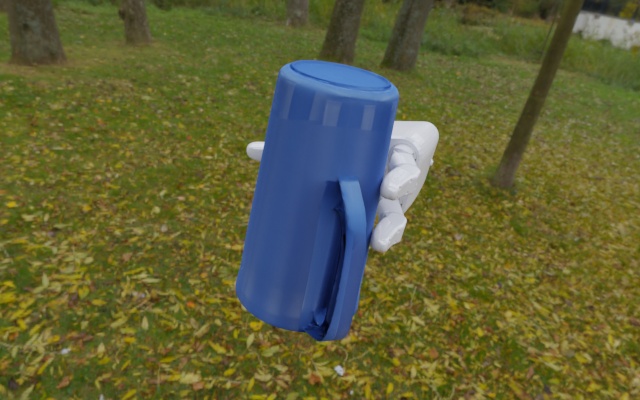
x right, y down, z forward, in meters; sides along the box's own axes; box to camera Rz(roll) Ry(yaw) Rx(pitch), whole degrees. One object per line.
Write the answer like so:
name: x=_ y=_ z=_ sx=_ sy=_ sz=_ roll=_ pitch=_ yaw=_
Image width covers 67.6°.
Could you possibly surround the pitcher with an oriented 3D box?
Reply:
pitcher: x=0.000 y=0.001 z=0.459 sx=0.149 sy=0.243 sz=0.145 roll=22 pitch=27 yaw=20
